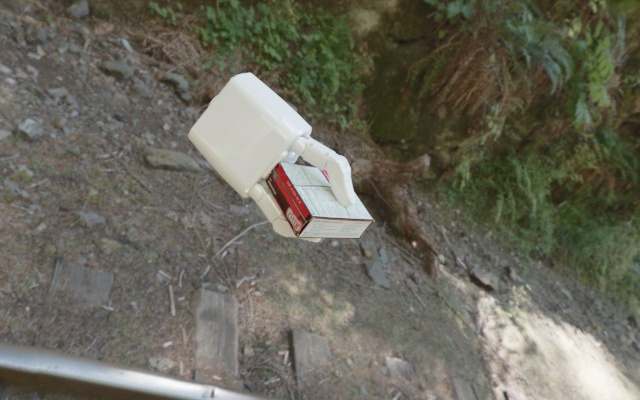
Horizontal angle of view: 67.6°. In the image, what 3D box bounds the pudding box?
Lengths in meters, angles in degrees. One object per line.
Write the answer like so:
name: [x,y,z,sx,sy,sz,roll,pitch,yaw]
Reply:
pudding box: [0.000,0.002,0.575,0.113,0.090,0.039,4,-45,-44]
